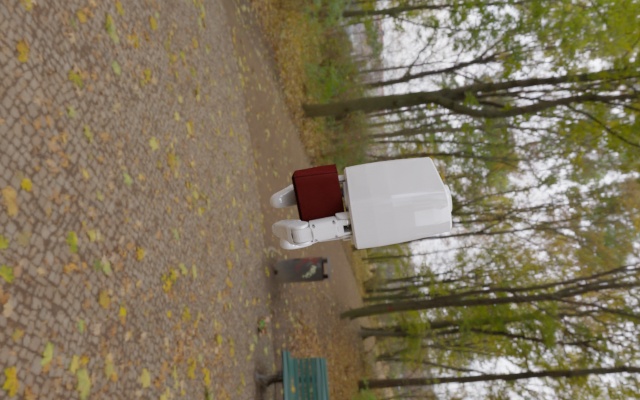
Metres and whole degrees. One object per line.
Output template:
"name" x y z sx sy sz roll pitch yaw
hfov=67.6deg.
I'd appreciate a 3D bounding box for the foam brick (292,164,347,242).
"foam brick" 0.000 0.002 0.550 0.051 0.078 0.053 -10 14 3
